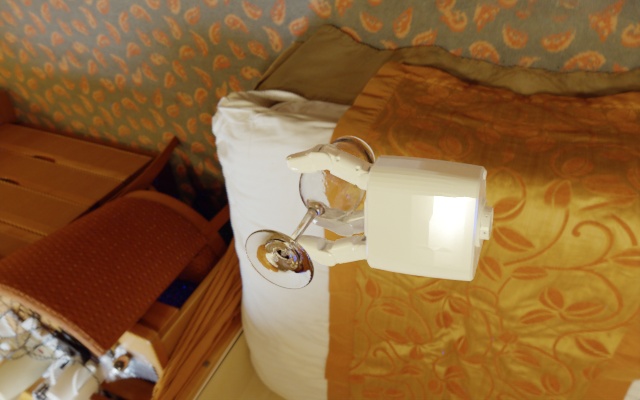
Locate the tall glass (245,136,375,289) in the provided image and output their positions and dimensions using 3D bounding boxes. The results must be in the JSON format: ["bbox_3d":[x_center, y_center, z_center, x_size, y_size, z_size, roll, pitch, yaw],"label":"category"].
[{"bbox_3d":[0.000,0.002,0.528,0.079,0.079,0.201,0,35,29],"label":"tall glass"}]
